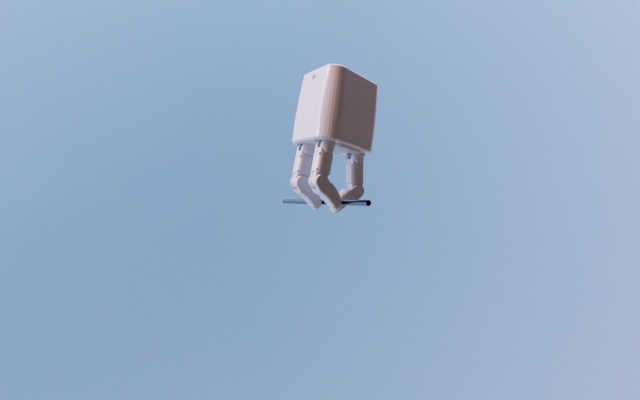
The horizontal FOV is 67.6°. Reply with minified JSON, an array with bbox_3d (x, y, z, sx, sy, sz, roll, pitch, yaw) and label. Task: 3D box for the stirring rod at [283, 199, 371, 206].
[{"bbox_3d":[0.000,0.002,0.715,0.011,0.011,0.239,0,0,-31],"label":"stirring rod"}]
